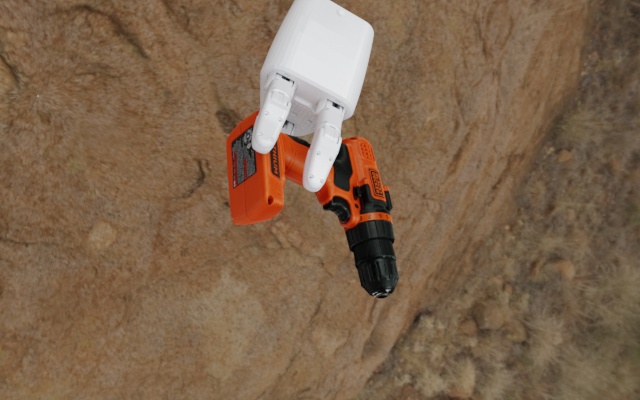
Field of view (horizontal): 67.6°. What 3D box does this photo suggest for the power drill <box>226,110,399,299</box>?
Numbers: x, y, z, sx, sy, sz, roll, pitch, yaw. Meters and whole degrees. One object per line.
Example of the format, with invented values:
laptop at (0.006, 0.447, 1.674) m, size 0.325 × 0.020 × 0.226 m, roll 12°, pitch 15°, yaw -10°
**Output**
power drill at (0.000, 0.001, 0.473) m, size 0.188 × 0.184 × 0.057 m, roll 17°, pitch -38°, yaw -43°
